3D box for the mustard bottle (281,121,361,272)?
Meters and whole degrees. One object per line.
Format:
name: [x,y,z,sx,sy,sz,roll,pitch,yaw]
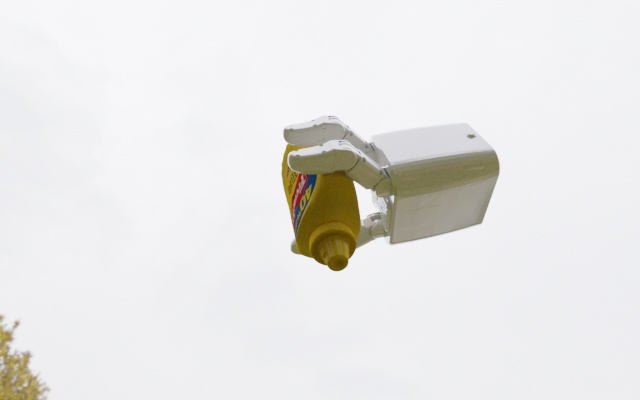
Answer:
mustard bottle: [0.000,0.001,0.474,0.058,0.096,0.191,11,30,-18]
